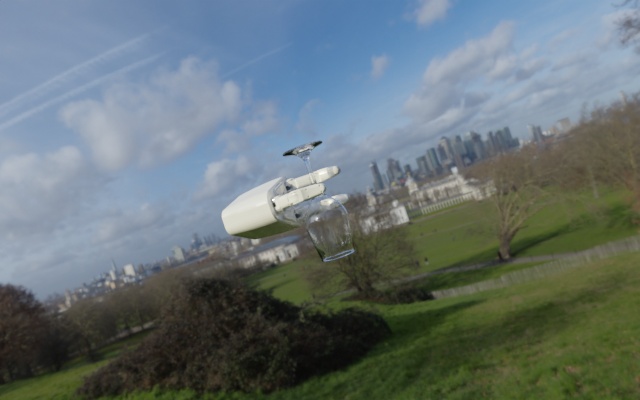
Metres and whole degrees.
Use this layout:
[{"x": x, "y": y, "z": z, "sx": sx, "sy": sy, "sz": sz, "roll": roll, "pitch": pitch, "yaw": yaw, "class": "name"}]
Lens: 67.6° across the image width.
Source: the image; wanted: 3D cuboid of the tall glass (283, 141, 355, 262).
[{"x": 0.000, "y": 0.002, "z": 0.833, "sx": 0.079, "sy": 0.201, "sz": 0.079, "roll": -19, "pitch": -1, "yaw": 0, "class": "tall glass"}]
